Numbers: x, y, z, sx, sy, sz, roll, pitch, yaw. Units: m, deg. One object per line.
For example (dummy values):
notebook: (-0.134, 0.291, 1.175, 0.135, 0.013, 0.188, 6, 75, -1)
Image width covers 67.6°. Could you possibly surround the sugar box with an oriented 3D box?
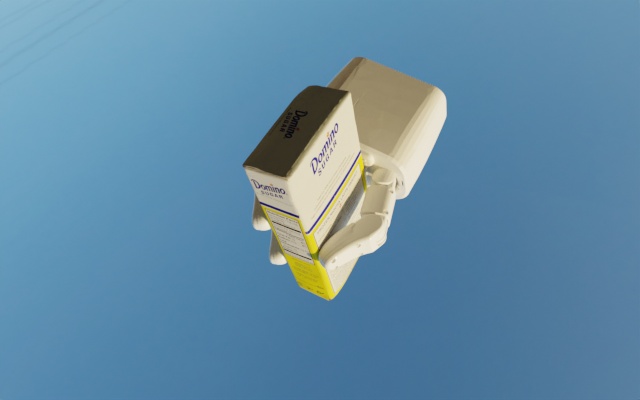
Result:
sugar box: (0.000, 0.001, 0.401, 0.048, 0.093, 0.176, 17, -33, 28)
